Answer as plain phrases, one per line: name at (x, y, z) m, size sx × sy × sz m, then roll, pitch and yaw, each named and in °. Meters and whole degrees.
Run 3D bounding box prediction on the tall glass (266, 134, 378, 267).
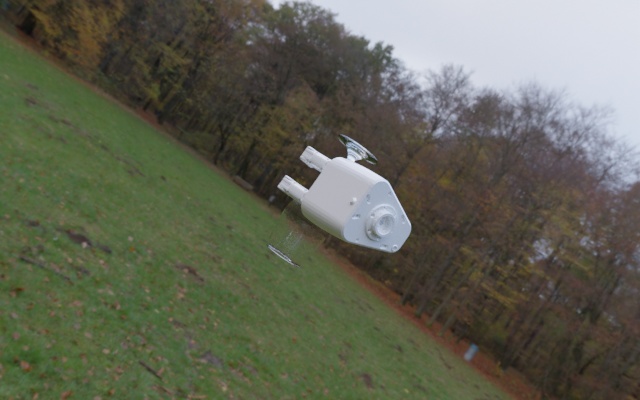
tall glass at (0.000, 0.002, 0.726) m, size 0.079 × 0.201 × 0.079 m, roll 35°, pitch -2°, yaw 2°
